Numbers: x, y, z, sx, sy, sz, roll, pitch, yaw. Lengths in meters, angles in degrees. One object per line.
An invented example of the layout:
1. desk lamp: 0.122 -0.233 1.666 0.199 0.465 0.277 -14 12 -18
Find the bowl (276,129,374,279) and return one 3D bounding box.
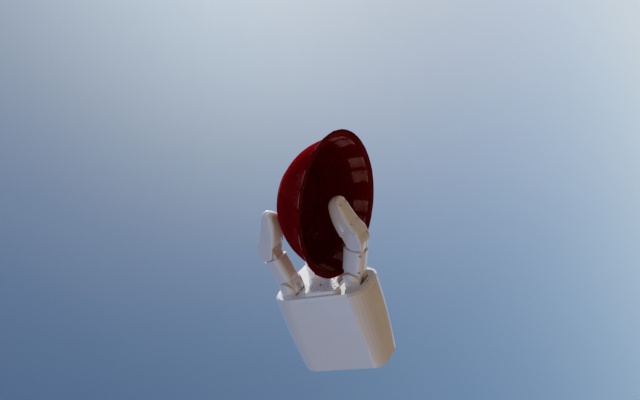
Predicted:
1. bowl: 0.000 0.000 0.528 0.055 0.162 0.162 8 4 31
